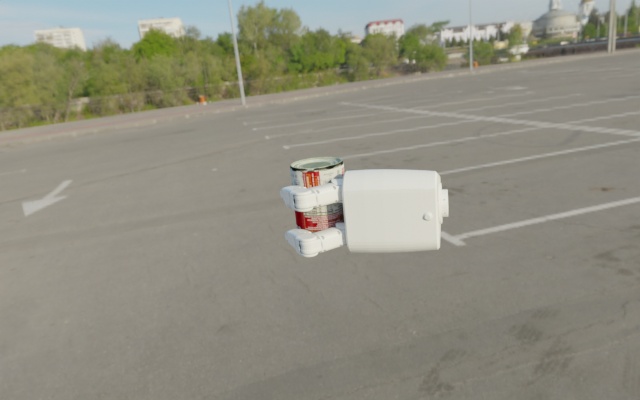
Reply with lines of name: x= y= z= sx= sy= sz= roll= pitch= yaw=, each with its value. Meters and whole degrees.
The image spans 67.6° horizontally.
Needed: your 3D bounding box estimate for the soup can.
soup can: x=0.000 y=0.002 z=0.597 sx=0.068 sy=0.102 sz=0.068 roll=-6 pitch=16 yaw=2
